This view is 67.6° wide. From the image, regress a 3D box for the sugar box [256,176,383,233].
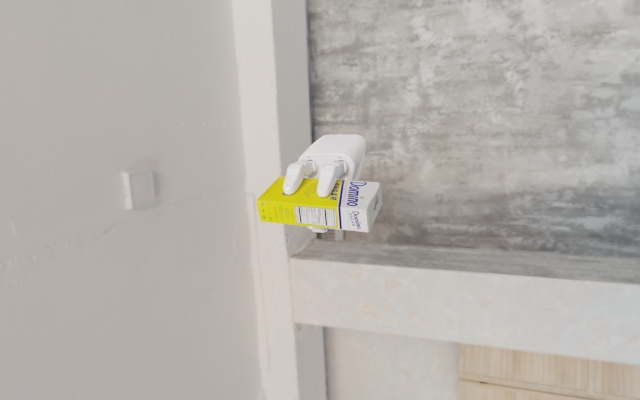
[{"bbox_3d":[0.000,0.002,0.739,0.176,0.048,0.093,2,28,20],"label":"sugar box"}]
